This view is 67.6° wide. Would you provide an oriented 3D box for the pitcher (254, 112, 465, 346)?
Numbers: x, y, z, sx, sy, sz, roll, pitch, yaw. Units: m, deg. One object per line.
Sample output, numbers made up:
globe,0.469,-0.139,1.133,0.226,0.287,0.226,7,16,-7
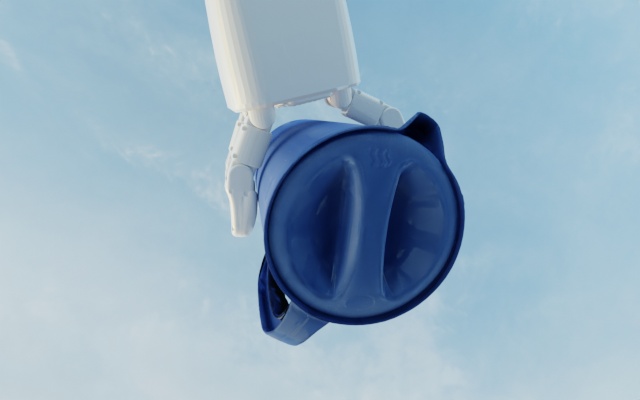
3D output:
pitcher,0.000,0.001,0.410,0.149,0.145,0.242,-16,16,-9
